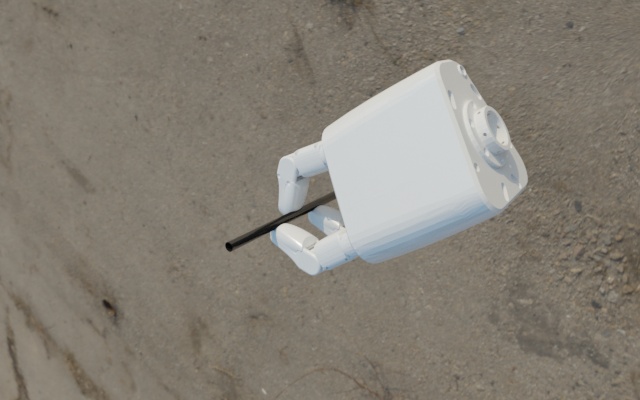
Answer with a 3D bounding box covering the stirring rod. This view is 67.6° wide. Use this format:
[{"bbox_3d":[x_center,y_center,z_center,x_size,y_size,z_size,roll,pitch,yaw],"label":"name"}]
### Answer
[{"bbox_3d":[0.000,0.001,0.457,0.011,0.011,0.239,0,16,38],"label":"stirring rod"}]
